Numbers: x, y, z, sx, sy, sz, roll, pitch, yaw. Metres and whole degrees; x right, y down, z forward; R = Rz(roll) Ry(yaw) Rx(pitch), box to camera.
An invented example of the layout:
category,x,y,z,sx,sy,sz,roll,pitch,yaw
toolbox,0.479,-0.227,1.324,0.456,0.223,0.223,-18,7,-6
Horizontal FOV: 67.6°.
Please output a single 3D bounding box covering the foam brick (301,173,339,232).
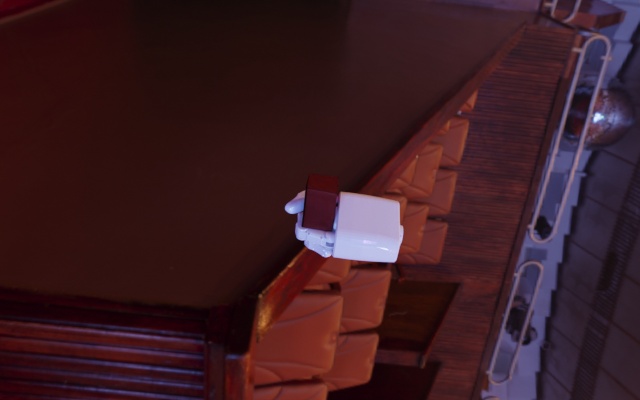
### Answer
category,x,y,z,sx,sy,sz,roll,pitch,yaw
foam brick,0.000,0.002,0.782,0.051,0.078,0.053,8,33,2
